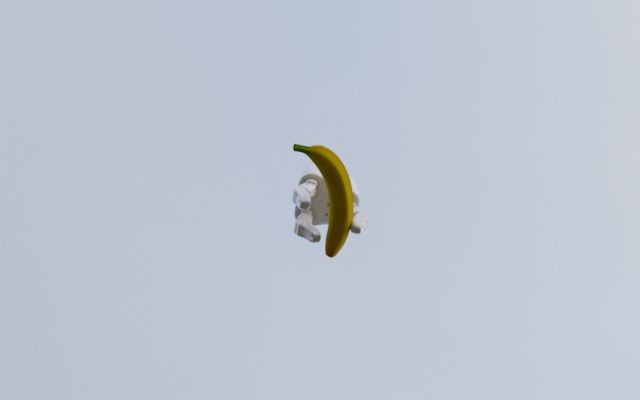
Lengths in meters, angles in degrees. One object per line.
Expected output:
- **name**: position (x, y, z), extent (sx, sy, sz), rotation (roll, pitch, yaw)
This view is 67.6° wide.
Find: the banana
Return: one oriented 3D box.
- **banana**: position (0.017, -0.006, 0.737), extent (0.069, 0.198, 0.037), rotation (-15, 21, 4)
